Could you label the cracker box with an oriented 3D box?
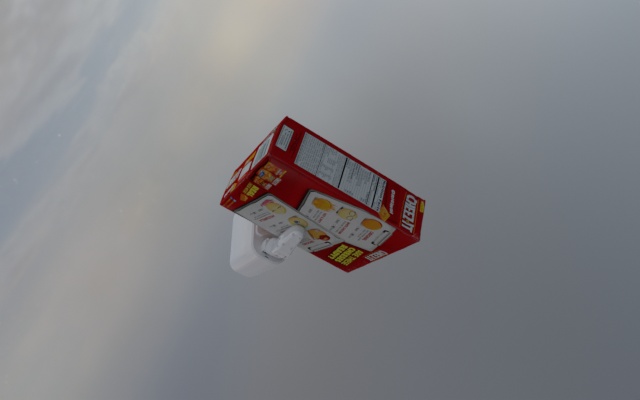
[{"bbox_3d":[0.000,0.002,0.617,0.214,0.072,0.164,29,-33,-18],"label":"cracker box"}]
